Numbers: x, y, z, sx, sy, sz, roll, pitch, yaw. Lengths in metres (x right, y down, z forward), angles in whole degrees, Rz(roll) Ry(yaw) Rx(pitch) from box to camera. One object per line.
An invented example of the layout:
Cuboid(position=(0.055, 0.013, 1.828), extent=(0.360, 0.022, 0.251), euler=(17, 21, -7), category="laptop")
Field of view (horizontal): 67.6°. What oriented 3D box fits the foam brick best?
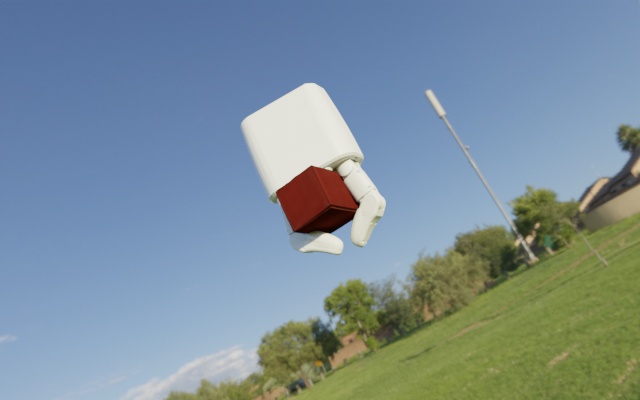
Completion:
Cuboid(position=(0.000, 0.002, 0.514), extent=(0.053, 0.051, 0.078), euler=(-34, -21, 23), category="foam brick")
